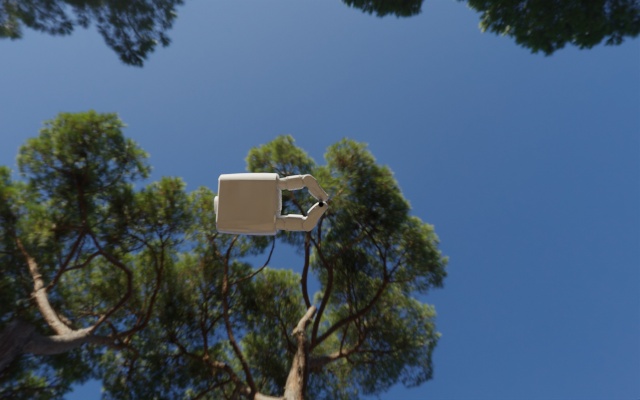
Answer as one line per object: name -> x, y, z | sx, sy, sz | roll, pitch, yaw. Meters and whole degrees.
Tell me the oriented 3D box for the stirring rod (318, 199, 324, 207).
stirring rod -> 0.000, 0.003, 0.839 | 0.011, 0.011, 0.239 | 0, 2, 0
